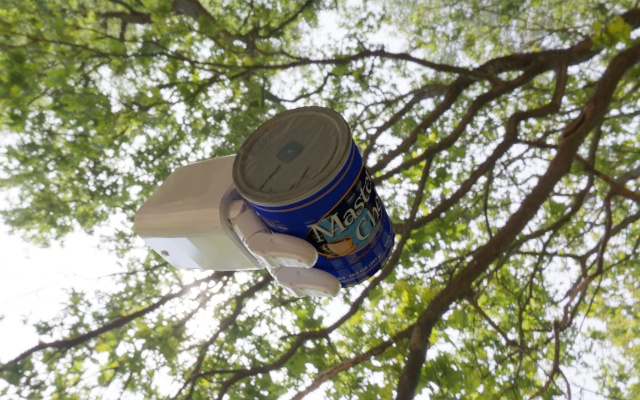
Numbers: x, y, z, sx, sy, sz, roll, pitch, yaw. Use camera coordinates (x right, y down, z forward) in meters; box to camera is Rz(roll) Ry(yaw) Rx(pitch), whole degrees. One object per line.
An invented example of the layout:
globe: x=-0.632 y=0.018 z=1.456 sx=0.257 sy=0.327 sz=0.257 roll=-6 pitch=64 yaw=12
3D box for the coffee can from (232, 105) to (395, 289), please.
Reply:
coffee can: x=0.000 y=0.001 z=0.429 sx=0.103 sy=0.102 sz=0.140 roll=0 pitch=-36 yaw=27
